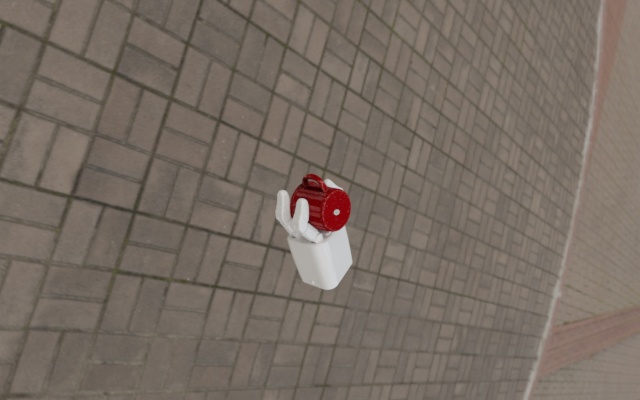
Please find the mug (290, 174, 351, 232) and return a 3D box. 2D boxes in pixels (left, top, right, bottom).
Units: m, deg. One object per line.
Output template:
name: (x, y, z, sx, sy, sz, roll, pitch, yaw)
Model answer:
mug: (0.000, 0.002, 0.895, 0.081, 0.117, 0.093, 11, 36, 44)
